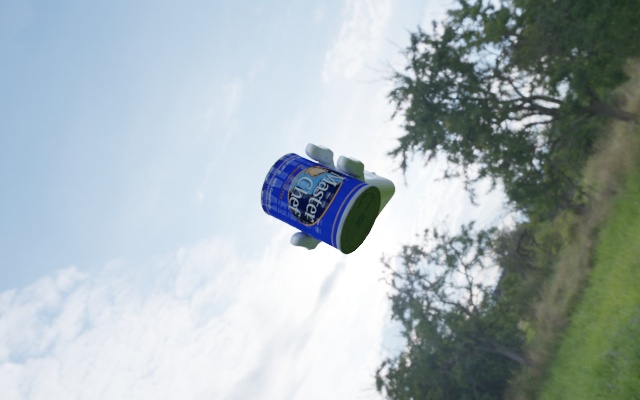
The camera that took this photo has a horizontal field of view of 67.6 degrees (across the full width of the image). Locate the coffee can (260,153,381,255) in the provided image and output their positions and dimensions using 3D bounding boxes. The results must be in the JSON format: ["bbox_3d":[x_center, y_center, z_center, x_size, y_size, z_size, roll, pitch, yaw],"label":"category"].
[{"bbox_3d":[0.000,0.002,0.683,0.140,0.103,0.103,25,12,28],"label":"coffee can"}]
